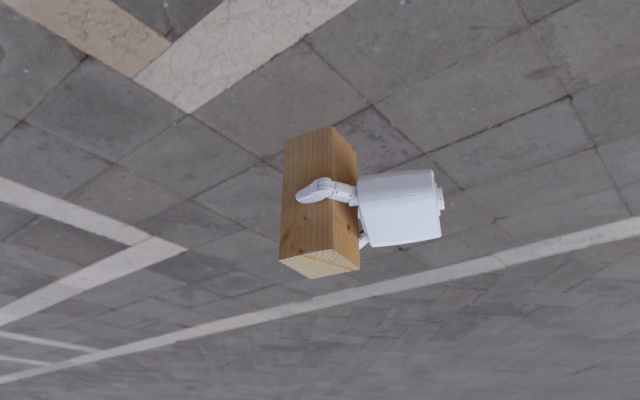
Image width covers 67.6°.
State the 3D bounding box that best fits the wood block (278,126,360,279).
[{"bbox_3d":[0.000,0.002,0.734,0.090,0.206,0.091,-15,-33,26],"label":"wood block"}]
